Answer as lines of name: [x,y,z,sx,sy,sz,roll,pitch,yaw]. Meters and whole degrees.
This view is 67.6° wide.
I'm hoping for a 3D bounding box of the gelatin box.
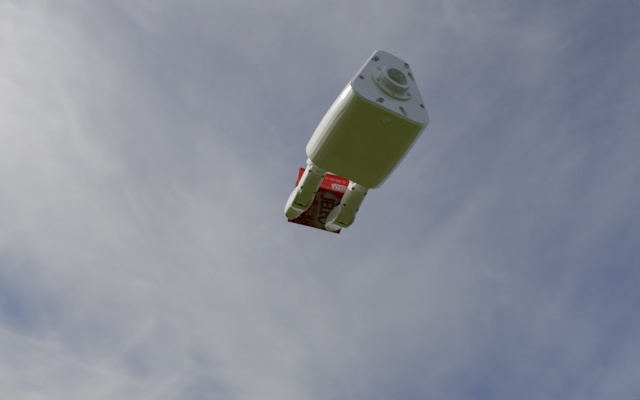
gelatin box: [0.000,0.002,0.614,0.073,0.030,0.089,14,-38,-3]
